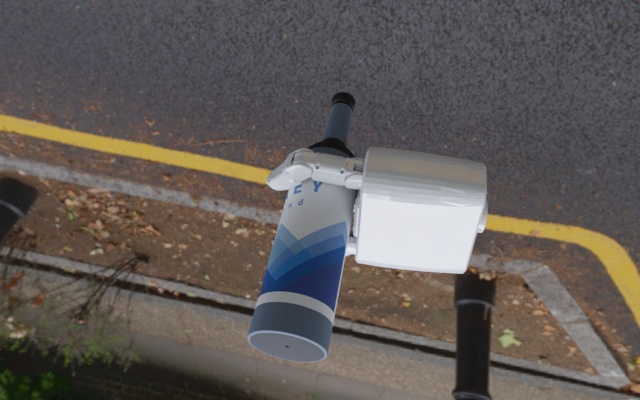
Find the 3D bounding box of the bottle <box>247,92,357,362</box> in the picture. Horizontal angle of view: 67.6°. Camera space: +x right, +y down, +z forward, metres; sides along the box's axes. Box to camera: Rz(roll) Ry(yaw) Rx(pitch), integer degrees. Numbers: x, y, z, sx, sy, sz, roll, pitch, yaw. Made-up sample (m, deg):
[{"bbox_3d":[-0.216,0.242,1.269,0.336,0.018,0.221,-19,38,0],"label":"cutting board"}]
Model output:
[{"bbox_3d":[0.000,0.002,0.469,0.069,0.295,0.069,9,-35,6],"label":"bottle"}]
